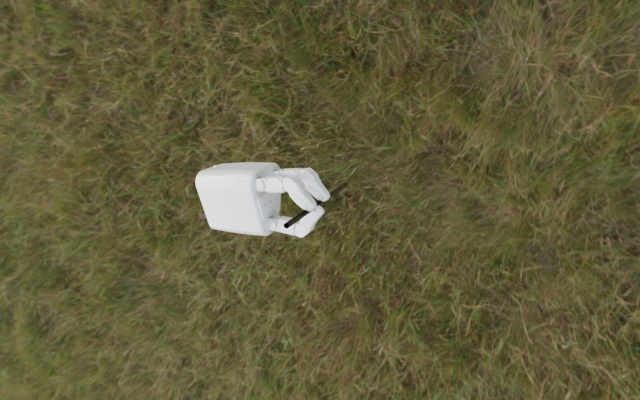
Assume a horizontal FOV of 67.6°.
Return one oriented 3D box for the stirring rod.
[{"bbox_3d":[0.000,0.002,0.744,0.011,0.011,0.239,0,15,23],"label":"stirring rod"}]
